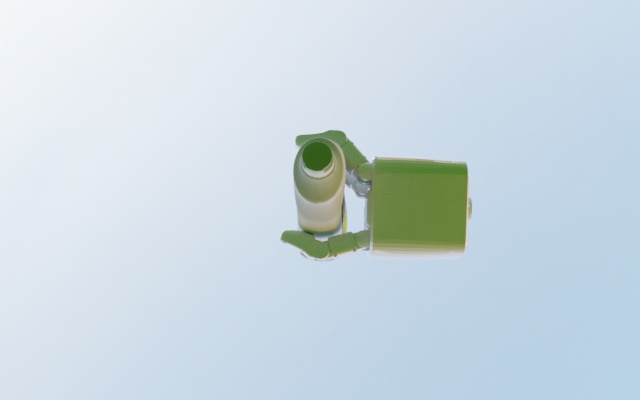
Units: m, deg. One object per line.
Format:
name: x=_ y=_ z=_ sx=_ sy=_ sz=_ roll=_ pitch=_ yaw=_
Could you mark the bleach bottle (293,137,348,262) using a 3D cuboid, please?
bleach bottle: x=0.000 y=0.002 z=0.551 sx=0.068 sy=0.102 sz=0.251 roll=2 pitch=-16 yaw=2
